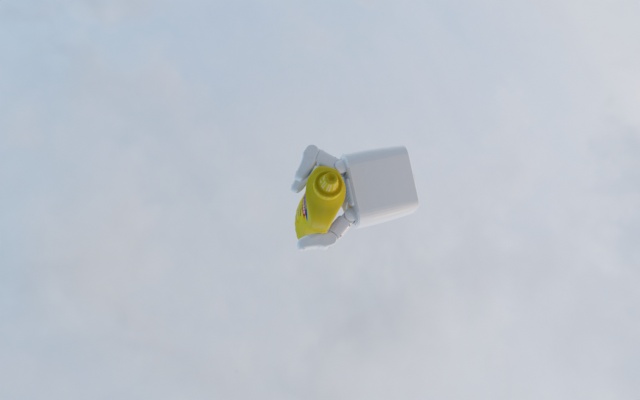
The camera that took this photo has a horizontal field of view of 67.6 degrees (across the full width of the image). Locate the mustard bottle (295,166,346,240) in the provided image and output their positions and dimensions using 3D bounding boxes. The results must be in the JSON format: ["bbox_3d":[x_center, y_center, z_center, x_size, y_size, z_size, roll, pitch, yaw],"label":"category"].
[{"bbox_3d":[0.000,0.002,0.724,0.058,0.096,0.192,11,-21,-6],"label":"mustard bottle"}]
